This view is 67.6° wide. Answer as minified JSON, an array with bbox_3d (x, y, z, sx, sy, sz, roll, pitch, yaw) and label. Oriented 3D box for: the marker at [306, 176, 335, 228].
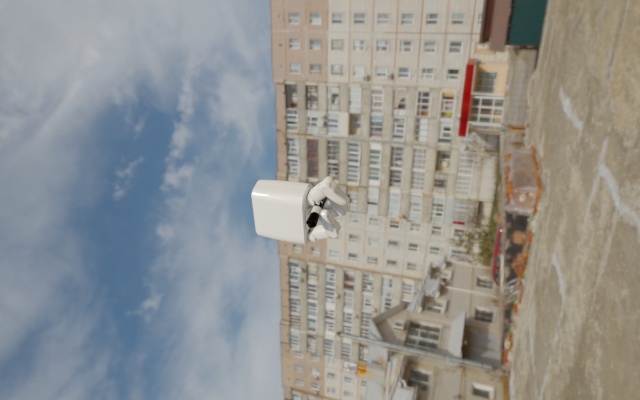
[{"bbox_3d":[0.000,0.003,0.864,0.020,0.020,0.121,0,44,25],"label":"marker"}]
